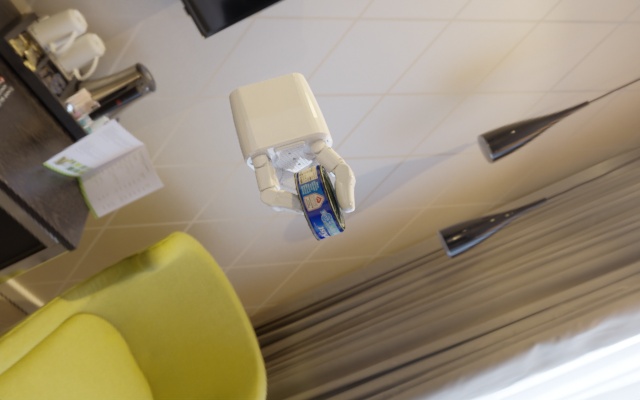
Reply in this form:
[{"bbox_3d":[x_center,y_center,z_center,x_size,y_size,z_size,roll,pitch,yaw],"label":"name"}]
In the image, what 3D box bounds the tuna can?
[{"bbox_3d":[0.001,0.002,0.564,0.034,0.086,0.086,-20,-3,8],"label":"tuna can"}]
